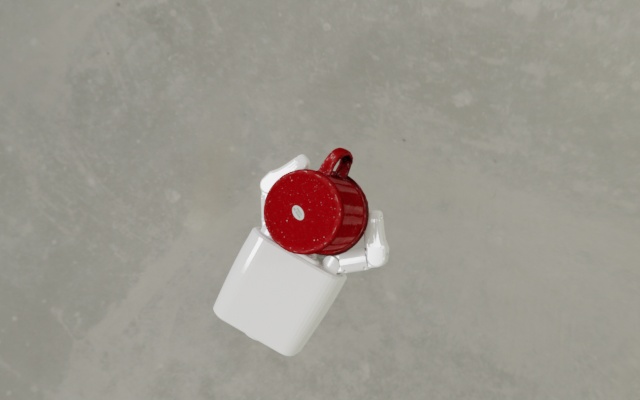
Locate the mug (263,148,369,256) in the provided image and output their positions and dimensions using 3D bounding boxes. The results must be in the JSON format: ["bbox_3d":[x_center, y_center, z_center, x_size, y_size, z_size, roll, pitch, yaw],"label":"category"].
[{"bbox_3d":[0.001,0.000,0.480,0.093,0.117,0.081,30,7,18],"label":"mug"}]
